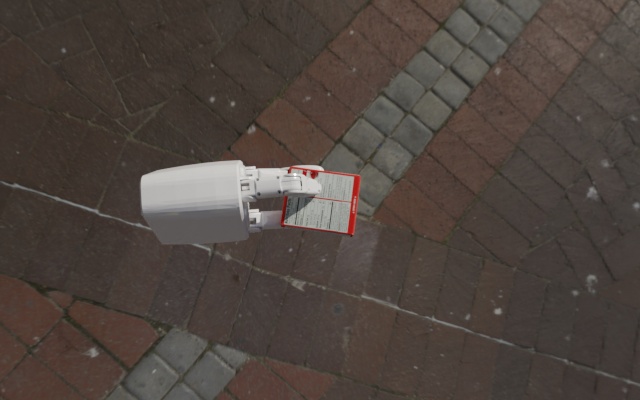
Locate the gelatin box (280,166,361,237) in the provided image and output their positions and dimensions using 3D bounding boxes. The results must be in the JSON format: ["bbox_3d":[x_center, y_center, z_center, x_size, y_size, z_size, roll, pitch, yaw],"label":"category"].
[{"bbox_3d":[0.000,0.002,0.577,0.089,0.073,0.030,7,-10,0],"label":"gelatin box"}]
